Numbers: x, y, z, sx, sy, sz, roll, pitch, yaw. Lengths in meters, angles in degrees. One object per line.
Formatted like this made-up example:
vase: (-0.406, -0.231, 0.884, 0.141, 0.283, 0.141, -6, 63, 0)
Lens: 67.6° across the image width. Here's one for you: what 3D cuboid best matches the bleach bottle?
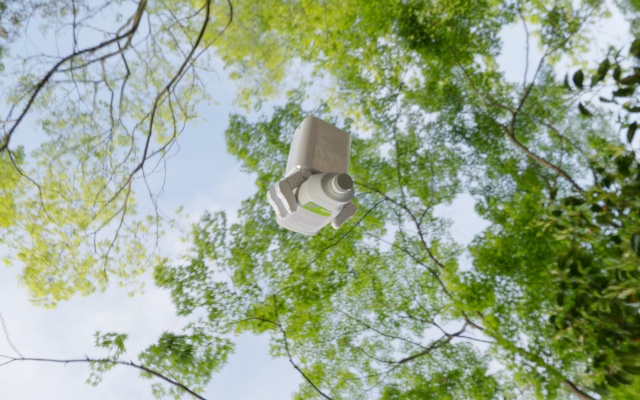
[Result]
bleach bottle: (0.000, 0.003, 0.864, 0.102, 0.068, 0.251, 16, -19, -18)
